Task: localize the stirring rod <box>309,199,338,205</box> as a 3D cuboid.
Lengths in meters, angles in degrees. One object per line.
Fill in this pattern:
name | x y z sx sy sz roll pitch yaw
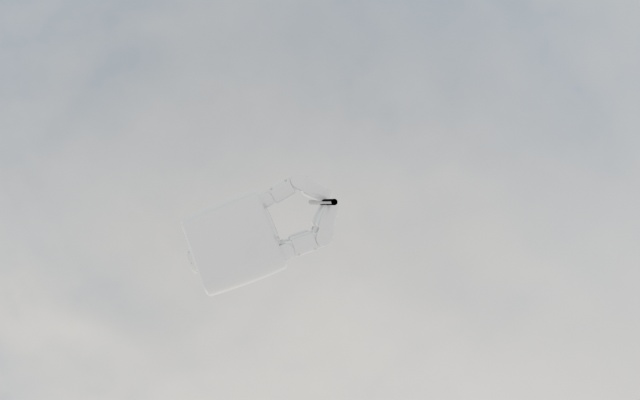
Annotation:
stirring rod | 0.000 0.002 0.679 0.011 0.011 0.239 0 0 -8
